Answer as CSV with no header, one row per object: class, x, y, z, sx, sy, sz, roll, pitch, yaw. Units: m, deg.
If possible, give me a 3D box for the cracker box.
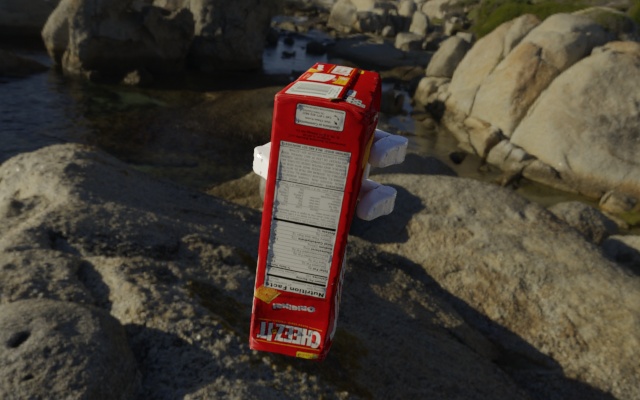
cracker box,0.000,0.001,0.418,0.072,0.214,0.164,11,24,5
